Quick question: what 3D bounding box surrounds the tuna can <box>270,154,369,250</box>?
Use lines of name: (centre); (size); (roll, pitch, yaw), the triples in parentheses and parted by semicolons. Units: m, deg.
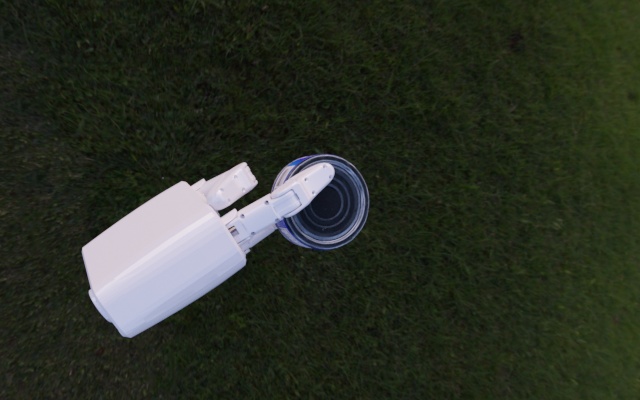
tuna can: (0.000, 0.001, 0.429); (0.086, 0.086, 0.034); (0, 0, -23)
